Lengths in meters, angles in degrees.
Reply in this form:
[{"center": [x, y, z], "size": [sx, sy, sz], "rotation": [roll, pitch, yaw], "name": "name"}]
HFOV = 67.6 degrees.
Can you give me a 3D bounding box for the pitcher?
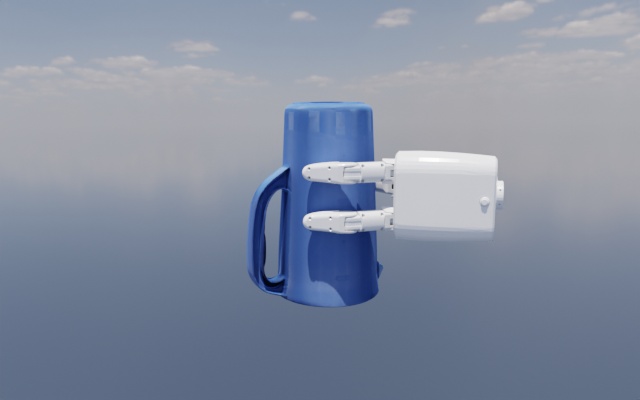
[{"center": [0.000, 0.002, 0.595], "size": [0.145, 0.243, 0.149], "rotation": [3, 10, 18], "name": "pitcher"}]
